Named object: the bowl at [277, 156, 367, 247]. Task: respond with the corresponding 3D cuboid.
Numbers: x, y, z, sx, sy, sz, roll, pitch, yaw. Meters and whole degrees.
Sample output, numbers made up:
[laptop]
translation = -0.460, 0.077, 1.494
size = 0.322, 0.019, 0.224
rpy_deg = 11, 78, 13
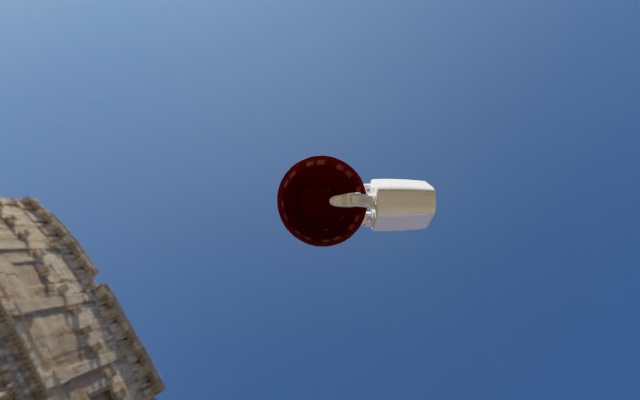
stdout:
[bowl]
translation = -0.001, 0.003, 0.865
size = 0.162, 0.162, 0.055
rpy_deg = 0, -5, -9
